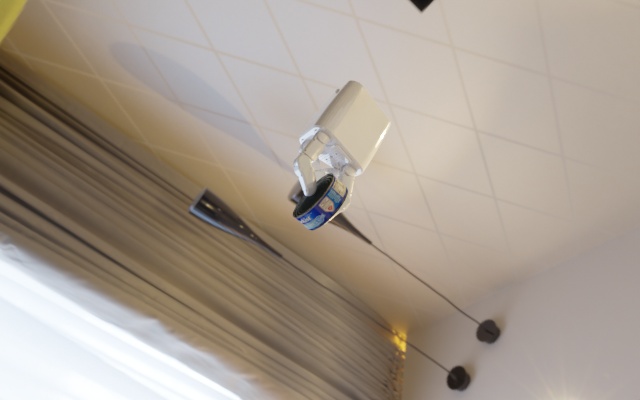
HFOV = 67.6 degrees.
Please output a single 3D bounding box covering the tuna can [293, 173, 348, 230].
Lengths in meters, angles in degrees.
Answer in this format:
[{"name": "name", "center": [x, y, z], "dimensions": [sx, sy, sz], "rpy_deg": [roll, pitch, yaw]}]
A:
[{"name": "tuna can", "center": [0.000, 0.003, 0.702], "dimensions": [0.034, 0.086, 0.086], "rpy_deg": [42, -14, -15]}]
